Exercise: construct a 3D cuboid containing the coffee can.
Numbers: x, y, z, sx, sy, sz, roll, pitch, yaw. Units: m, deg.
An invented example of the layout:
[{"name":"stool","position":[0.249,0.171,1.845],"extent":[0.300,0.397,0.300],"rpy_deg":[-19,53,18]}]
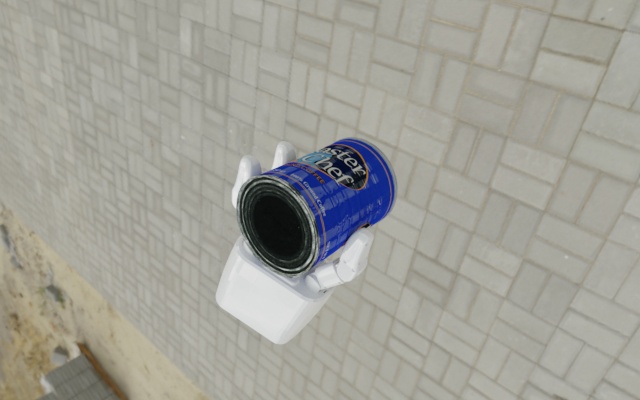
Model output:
[{"name":"coffee can","position":[0.000,0.001,0.488],"extent":[0.103,0.103,0.140],"rpy_deg":[0,20,40]}]
